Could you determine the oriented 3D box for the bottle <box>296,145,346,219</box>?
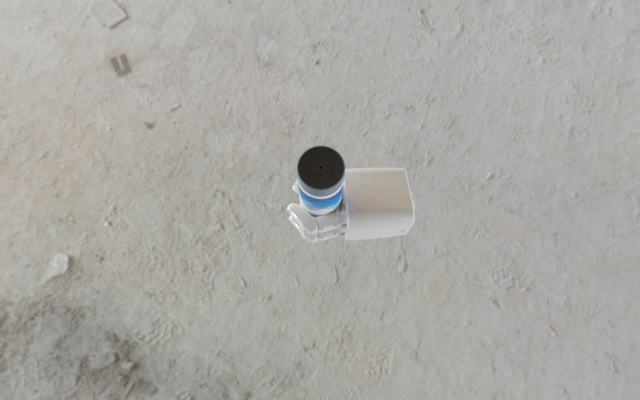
[{"bbox_3d":[0.000,0.002,0.780,0.069,0.069,0.296,0,-19,0],"label":"bottle"}]
